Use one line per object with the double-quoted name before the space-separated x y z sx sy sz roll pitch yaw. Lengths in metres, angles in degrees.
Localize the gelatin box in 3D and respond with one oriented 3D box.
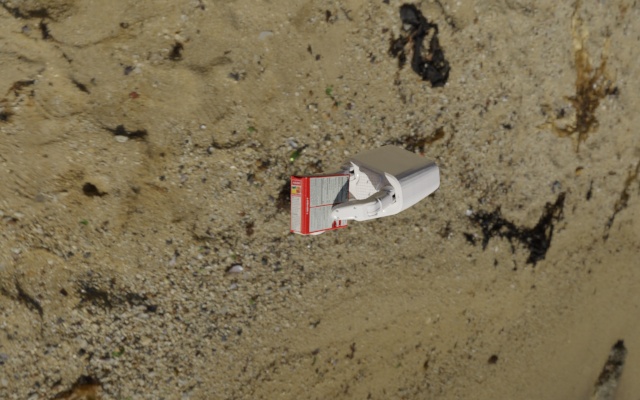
"gelatin box" 0.000 0.002 0.627 0.030 0.073 0.089 8 11 41
